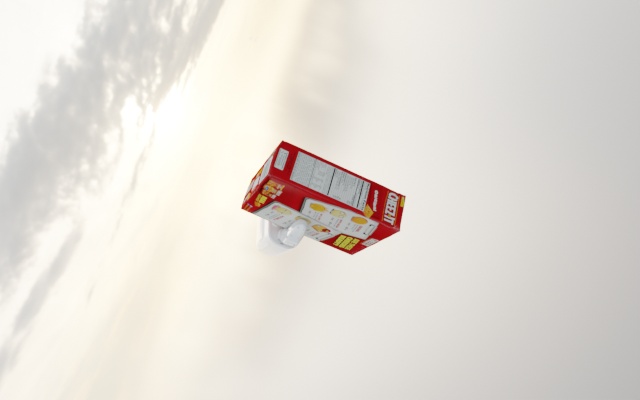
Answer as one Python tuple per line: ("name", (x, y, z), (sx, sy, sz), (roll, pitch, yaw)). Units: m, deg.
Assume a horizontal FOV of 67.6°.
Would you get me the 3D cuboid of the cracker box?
("cracker box", (0.000, 0.003, 0.753), (0.214, 0.072, 0.164), (23, -26, -15))
